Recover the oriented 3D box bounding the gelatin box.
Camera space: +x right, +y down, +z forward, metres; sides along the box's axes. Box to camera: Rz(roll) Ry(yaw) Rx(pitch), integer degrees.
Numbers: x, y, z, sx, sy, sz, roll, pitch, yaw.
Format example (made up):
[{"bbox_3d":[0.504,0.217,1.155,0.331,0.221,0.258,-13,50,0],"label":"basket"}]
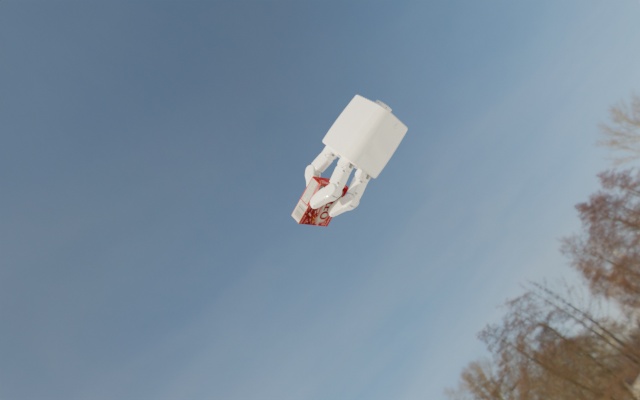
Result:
[{"bbox_3d":[0.000,0.003,0.858,0.073,0.089,0.030,9,29,-45],"label":"gelatin box"}]
